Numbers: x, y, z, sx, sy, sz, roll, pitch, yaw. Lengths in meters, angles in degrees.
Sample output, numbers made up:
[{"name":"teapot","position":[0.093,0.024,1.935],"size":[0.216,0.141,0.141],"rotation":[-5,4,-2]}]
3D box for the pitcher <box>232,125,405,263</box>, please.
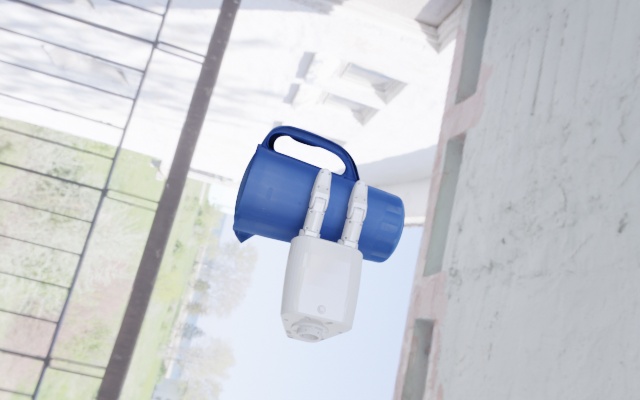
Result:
[{"name":"pitcher","position":[0.000,0.003,0.712],"size":[0.243,0.145,0.149],"rotation":[16,-35,-10]}]
